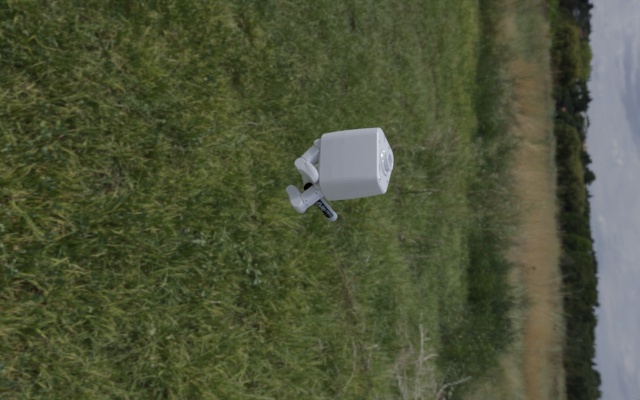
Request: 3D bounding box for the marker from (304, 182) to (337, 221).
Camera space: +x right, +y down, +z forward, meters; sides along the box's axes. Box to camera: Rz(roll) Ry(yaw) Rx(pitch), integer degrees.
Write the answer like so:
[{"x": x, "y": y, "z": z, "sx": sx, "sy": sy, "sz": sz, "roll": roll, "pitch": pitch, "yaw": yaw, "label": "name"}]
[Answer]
[{"x": 0.000, "y": 0.003, "z": 0.885, "sx": 0.020, "sy": 0.020, "sz": 0.121, "roll": 0, "pitch": -30, "yaw": 27, "label": "marker"}]
